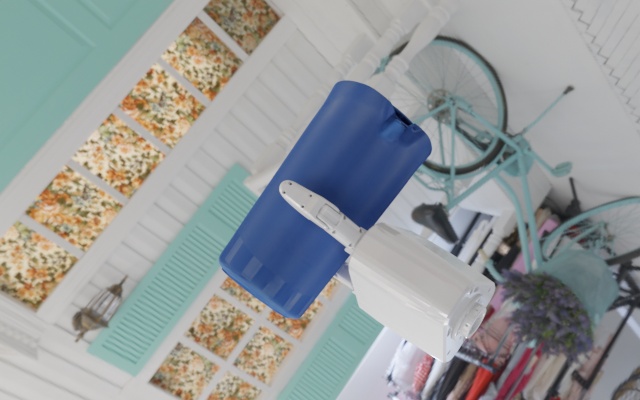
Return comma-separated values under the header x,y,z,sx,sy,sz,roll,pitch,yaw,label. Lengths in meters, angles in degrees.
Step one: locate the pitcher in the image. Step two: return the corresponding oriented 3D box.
x,y,z,sx,sy,sz,roll,pitch,yaw,label
0.000,0.002,0.531,0.145,0.243,0.149,31,-11,32,pitcher
